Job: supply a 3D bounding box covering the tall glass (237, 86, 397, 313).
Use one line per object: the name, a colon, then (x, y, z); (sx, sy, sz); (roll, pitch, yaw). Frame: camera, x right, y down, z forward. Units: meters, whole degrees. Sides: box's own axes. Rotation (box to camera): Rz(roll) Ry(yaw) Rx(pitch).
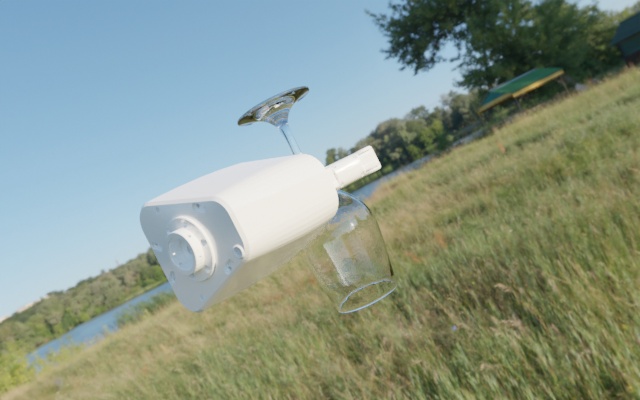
tall glass: (0.000, 0.001, 0.445); (0.079, 0.201, 0.079); (-27, 2, 1)
